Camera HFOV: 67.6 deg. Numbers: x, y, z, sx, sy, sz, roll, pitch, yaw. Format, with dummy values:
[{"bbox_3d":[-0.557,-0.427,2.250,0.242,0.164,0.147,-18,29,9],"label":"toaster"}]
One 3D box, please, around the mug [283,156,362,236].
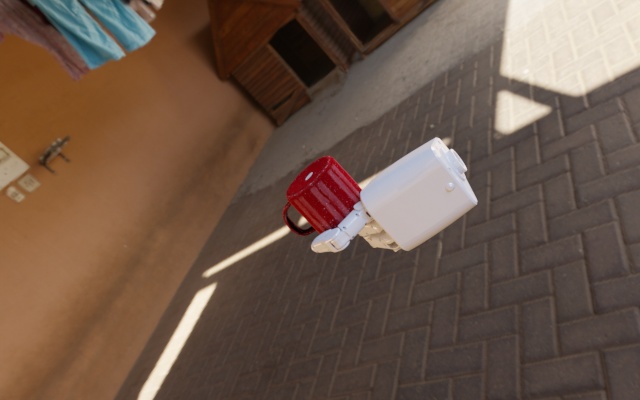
[{"bbox_3d":[-0.001,0.003,0.637,0.117,0.081,0.093,-36,19,22],"label":"mug"}]
